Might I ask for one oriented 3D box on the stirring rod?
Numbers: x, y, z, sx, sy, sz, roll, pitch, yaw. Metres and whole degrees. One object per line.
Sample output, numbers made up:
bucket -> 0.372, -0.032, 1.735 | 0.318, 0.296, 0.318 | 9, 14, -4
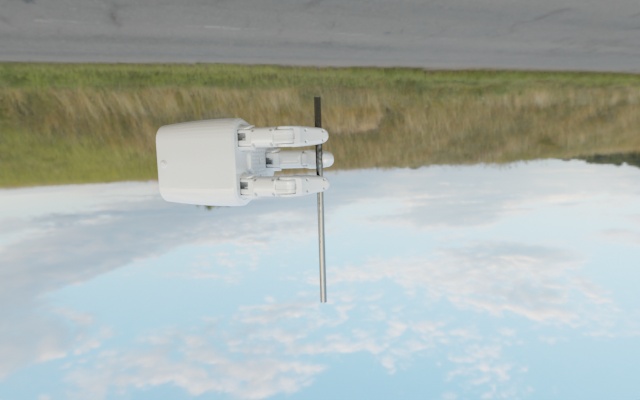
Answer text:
stirring rod -> 0.000, 0.002, 0.557 | 0.011, 0.239, 0.011 | -2, 7, 0
